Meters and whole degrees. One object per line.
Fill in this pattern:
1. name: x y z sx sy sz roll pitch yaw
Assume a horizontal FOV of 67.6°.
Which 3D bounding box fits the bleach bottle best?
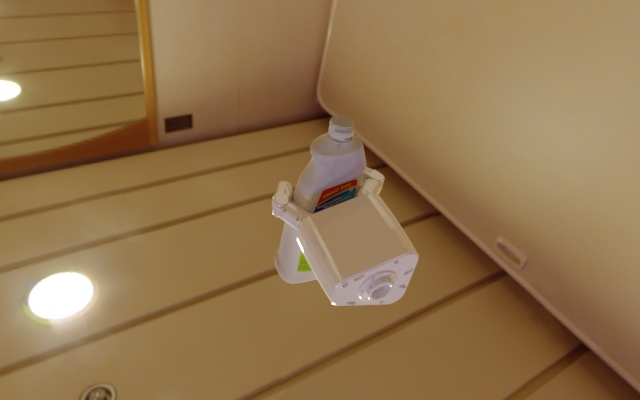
1. bleach bottle: 0.000 0.002 0.645 0.102 0.251 0.068 -8 43 -22
